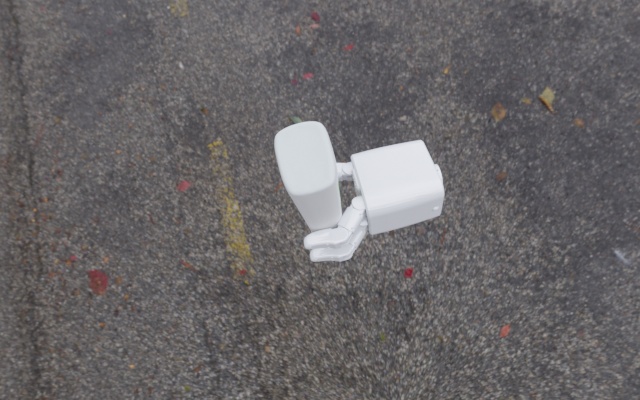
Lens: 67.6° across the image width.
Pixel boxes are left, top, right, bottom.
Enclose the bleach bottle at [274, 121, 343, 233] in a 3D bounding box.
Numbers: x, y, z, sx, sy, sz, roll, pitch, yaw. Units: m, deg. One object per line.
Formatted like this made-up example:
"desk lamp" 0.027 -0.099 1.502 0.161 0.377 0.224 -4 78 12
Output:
"bleach bottle" 0.000 0.002 0.669 0.068 0.102 0.251 -15 -27 2
